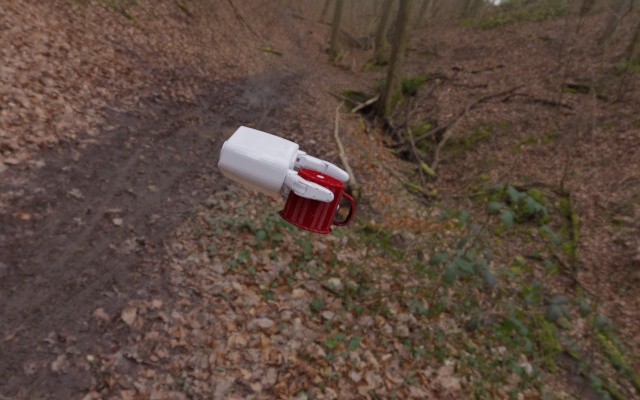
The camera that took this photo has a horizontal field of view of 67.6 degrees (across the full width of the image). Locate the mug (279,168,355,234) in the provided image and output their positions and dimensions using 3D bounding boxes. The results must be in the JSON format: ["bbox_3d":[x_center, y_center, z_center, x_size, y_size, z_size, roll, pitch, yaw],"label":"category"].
[{"bbox_3d":[0.002,0.003,0.777,0.117,0.081,0.093,20,11,-3],"label":"mug"}]
